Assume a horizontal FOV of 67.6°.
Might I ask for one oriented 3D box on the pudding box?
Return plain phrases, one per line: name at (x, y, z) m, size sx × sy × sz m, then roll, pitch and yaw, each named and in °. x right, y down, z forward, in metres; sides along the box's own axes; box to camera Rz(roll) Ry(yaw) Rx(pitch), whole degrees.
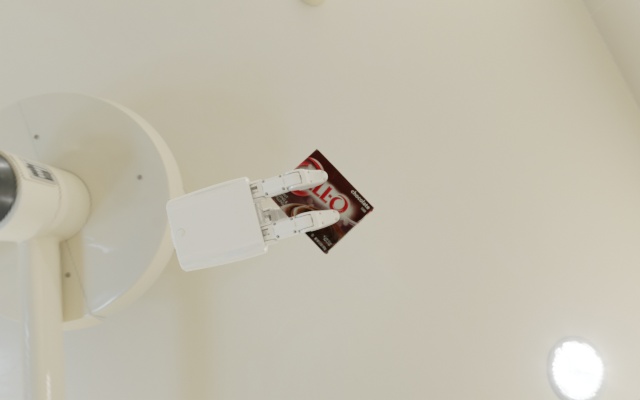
pudding box at (0.000, 0.002, 0.638) m, size 0.090 × 0.113 × 0.039 m, roll -43°, pitch -4°, yaw -6°
